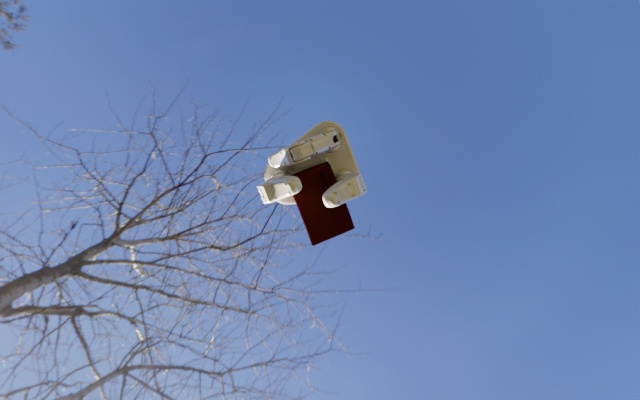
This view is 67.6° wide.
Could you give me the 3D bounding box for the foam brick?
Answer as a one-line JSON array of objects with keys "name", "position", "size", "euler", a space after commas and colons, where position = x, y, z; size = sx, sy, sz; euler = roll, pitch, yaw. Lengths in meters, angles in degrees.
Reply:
[{"name": "foam brick", "position": [0.000, 0.002, 0.541], "size": [0.053, 0.078, 0.051], "euler": [-21, 9, 1]}]
